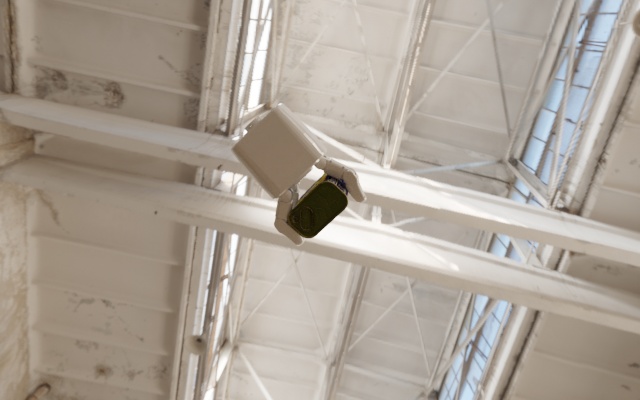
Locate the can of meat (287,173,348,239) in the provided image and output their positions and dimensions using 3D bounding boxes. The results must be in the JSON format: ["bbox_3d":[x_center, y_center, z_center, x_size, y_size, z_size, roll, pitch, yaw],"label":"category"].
[{"bbox_3d":[0.000,0.002,0.784,0.102,0.057,0.084,-44,9,19],"label":"can of meat"}]
